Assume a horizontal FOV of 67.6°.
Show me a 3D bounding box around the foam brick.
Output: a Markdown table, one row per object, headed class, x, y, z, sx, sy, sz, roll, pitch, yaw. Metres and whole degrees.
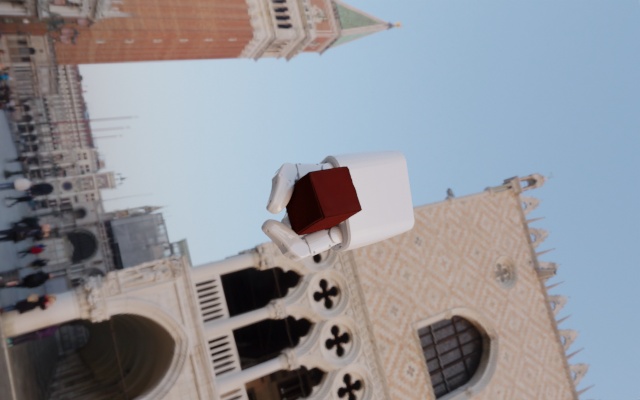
| class | x | y | z | sx | sy | sz | roll | pitch | yaw |
| --- | --- | --- | --- | --- | --- | --- | --- | --- | --- |
| foam brick | 0.000 | 0.002 | 0.529 | 0.051 | 0.053 | 0.078 | -10 | -13 | -29 |
